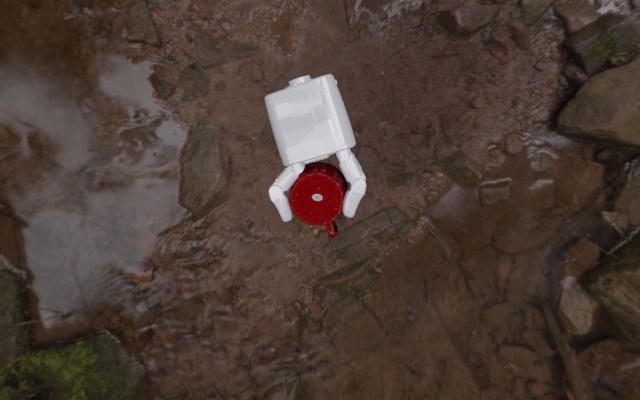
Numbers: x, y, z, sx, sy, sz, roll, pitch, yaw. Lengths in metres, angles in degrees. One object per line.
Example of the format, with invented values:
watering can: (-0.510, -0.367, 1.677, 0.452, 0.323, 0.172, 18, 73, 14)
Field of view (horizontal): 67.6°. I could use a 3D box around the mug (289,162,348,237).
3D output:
mug: (0.001, 0.004, 0.733, 0.093, 0.117, 0.081, -18, 9, 6)
